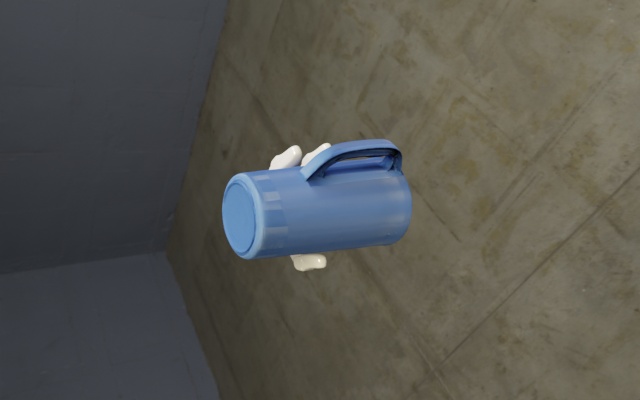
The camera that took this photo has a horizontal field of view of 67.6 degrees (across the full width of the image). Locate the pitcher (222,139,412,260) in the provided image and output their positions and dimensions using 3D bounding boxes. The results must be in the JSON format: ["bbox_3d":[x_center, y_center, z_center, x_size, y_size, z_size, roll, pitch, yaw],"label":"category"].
[{"bbox_3d":[0.000,0.002,0.647,0.243,0.149,0.145,-6,-1,-36],"label":"pitcher"}]
